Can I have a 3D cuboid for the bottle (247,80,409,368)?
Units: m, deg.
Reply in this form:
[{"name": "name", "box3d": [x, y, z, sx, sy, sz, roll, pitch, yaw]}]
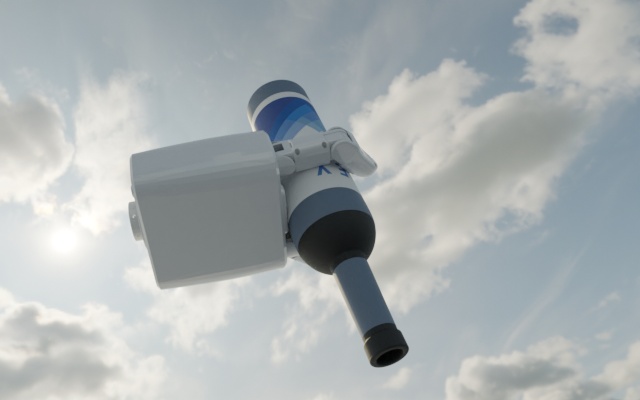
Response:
[{"name": "bottle", "box3d": [0.000, 0.001, 0.406, 0.069, 0.069, 0.295, 0, 43, -25]}]
